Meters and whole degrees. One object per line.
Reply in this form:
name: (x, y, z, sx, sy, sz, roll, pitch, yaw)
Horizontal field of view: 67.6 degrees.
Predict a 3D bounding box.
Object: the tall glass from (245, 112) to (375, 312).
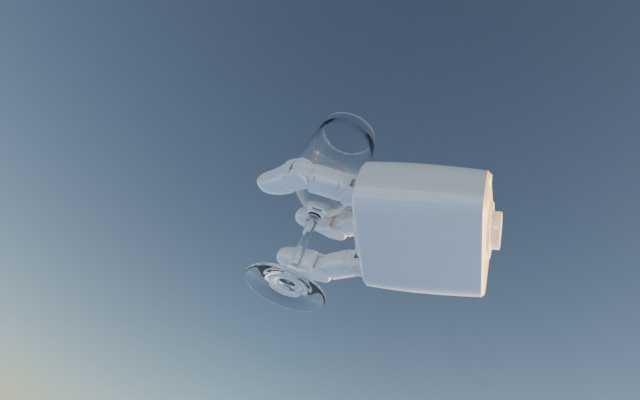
tall glass: (0.000, 0.002, 0.467, 0.079, 0.201, 0.079, 14, -37, 11)
